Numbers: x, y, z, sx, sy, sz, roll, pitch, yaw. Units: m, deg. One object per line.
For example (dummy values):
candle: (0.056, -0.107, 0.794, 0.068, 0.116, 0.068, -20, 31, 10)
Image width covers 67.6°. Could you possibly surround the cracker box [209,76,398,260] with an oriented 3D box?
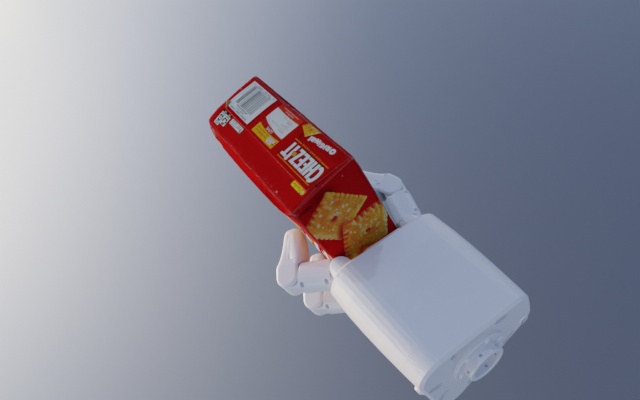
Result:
cracker box: (0.000, 0.001, 0.470, 0.164, 0.072, 0.214, 45, -5, 40)
